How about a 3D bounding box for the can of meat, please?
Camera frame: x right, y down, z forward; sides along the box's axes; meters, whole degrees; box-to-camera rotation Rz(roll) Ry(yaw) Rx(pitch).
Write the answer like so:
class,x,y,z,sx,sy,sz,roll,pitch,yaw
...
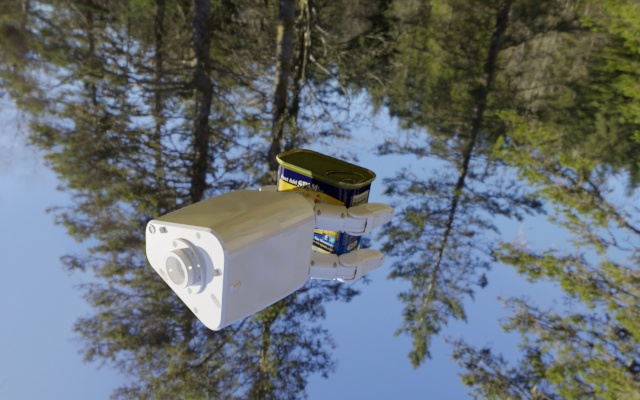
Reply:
class,x,y,z,sx,sy,sz,roll,pitch,yaw
can of meat,0.000,0.002,0.498,0.102,0.084,0.057,21,26,28
